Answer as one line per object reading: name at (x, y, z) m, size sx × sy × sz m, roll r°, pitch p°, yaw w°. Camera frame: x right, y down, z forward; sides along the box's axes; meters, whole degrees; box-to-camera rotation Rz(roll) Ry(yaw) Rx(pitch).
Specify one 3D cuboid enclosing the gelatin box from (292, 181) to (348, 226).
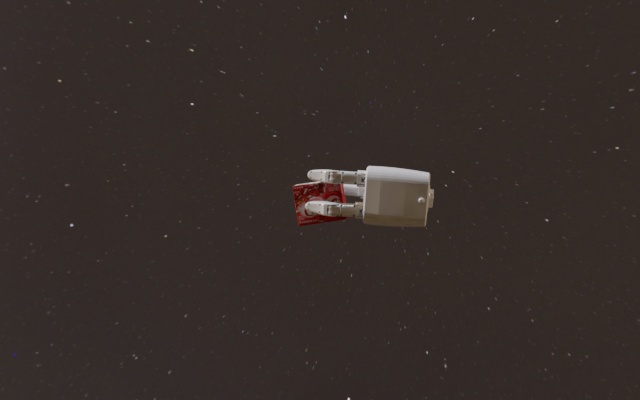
gelatin box at (0.000, 0.003, 0.845) m, size 0.089 × 0.073 × 0.030 m, roll -8°, pitch 5°, yaw 15°
